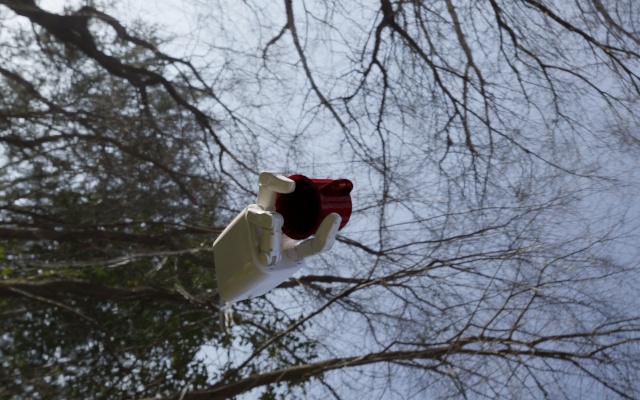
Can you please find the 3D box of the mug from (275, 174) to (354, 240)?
[{"bbox_3d":[0.001,0.001,0.692,0.081,0.093,0.117,-2,-31,-49],"label":"mug"}]
